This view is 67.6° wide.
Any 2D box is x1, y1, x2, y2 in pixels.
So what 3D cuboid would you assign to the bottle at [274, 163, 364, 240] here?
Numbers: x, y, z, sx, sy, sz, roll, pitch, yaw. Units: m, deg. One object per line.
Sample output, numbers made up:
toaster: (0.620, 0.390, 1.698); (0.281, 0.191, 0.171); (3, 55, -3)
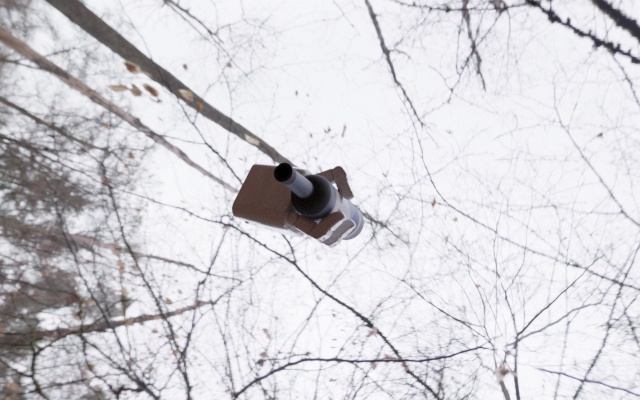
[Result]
bottle: (0.000, 0.003, 0.764); (0.069, 0.069, 0.296); (0, -16, 21)
